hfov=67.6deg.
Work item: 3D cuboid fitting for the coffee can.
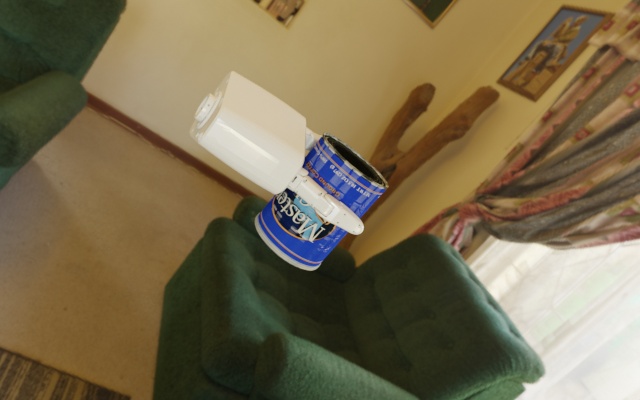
[{"bbox_3d":[0.000,0.002,0.595,0.103,0.140,0.102,37,16,-12],"label":"coffee can"}]
